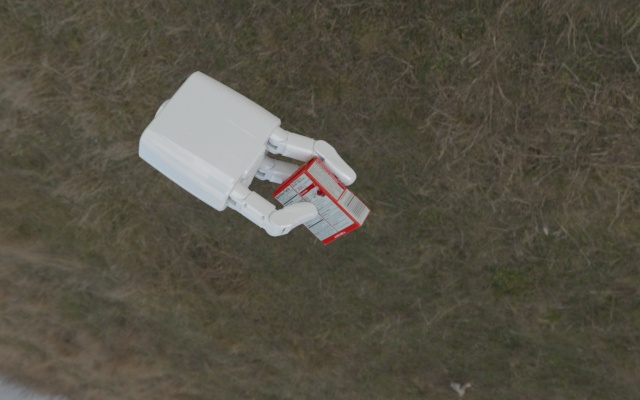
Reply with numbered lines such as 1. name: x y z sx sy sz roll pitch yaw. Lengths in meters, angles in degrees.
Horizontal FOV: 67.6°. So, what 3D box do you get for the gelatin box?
1. gelatin box: 0.000 0.002 0.535 0.073 0.089 0.030 -34 15 51
